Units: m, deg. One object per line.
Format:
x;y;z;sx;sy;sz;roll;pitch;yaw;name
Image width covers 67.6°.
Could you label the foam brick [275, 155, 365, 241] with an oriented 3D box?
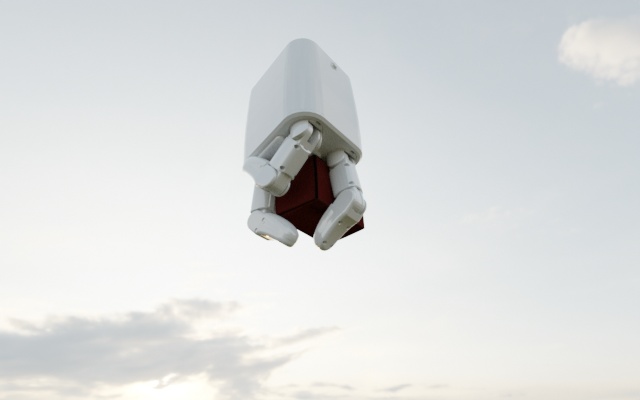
0.000;0.002;0.471;0.053;0.051;0.078;-25;-38;29;foam brick
